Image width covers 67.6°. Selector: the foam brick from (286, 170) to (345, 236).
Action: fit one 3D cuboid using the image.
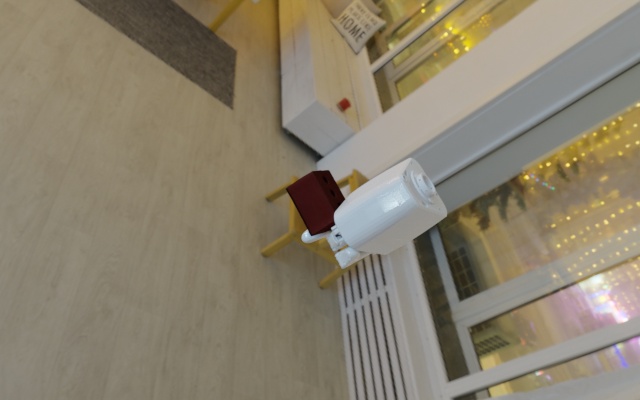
[{"bbox_3d":[0.000,0.002,0.667,0.051,0.078,0.053,-35,-12,27],"label":"foam brick"}]
